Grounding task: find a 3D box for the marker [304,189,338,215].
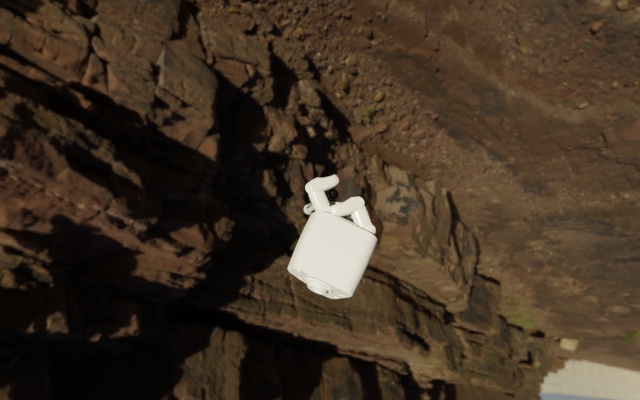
[{"bbox_3d":[0.000,0.003,0.835,0.020,0.020,0.121,0,-14,-23],"label":"marker"}]
